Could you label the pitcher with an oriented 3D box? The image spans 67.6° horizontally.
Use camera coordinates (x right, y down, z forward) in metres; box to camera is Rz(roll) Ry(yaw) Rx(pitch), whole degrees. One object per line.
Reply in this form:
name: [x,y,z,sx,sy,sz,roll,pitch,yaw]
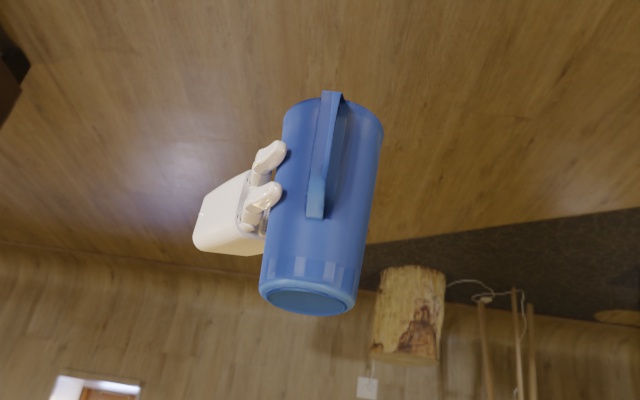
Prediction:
pitcher: [0.000,0.002,0.566,0.145,0.242,0.149,-19,-39,41]
